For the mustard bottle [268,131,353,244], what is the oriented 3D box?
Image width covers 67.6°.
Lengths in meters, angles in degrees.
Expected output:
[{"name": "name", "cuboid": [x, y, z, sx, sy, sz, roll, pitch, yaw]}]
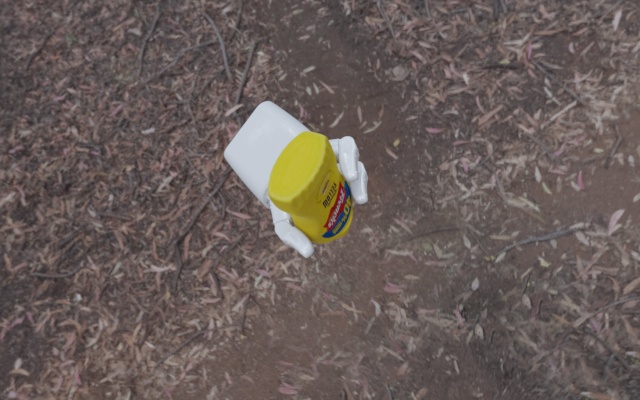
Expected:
[{"name": "mustard bottle", "cuboid": [0.000, 0.002, 0.615, 0.058, 0.096, 0.192, 17, -21, 26]}]
